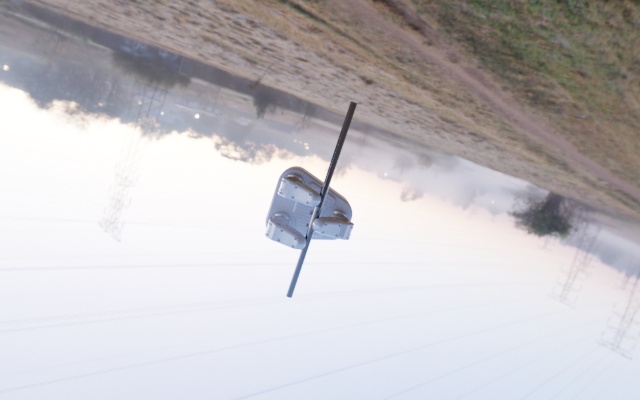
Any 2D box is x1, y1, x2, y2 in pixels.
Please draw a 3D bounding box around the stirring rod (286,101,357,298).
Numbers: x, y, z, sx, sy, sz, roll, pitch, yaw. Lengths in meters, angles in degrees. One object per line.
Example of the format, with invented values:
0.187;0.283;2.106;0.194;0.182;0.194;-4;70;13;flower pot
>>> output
0.000;0.002;0.557;0.011;0.239;0.011;18;7;-2;stirring rod
